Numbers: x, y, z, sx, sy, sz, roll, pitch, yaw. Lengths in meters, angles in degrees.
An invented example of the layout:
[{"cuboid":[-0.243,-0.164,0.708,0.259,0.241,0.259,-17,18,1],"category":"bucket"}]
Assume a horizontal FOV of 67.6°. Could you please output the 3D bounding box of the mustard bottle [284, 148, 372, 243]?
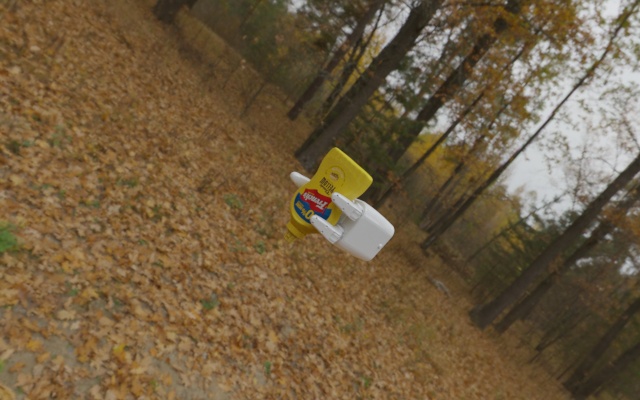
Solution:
[{"cuboid":[0.000,0.003,0.878,0.096,0.191,0.058,44,8,24],"category":"mustard bottle"}]
